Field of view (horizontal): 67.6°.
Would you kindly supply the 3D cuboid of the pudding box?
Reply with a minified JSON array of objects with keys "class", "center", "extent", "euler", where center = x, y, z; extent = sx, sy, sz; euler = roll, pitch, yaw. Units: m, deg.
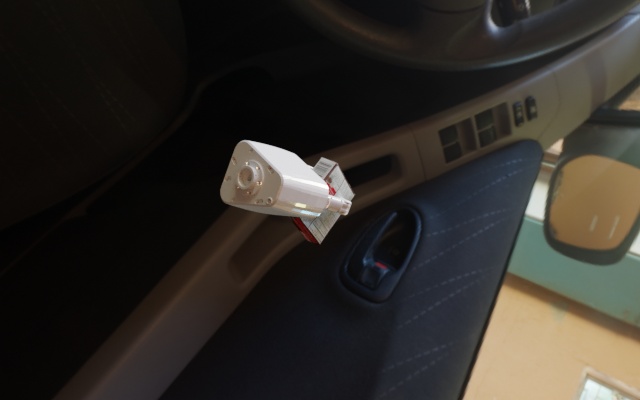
[{"class":"pudding box","center":[0.000,0.003,0.771],"extent":[0.039,0.113,0.090],"euler":[24,-22,37]}]
